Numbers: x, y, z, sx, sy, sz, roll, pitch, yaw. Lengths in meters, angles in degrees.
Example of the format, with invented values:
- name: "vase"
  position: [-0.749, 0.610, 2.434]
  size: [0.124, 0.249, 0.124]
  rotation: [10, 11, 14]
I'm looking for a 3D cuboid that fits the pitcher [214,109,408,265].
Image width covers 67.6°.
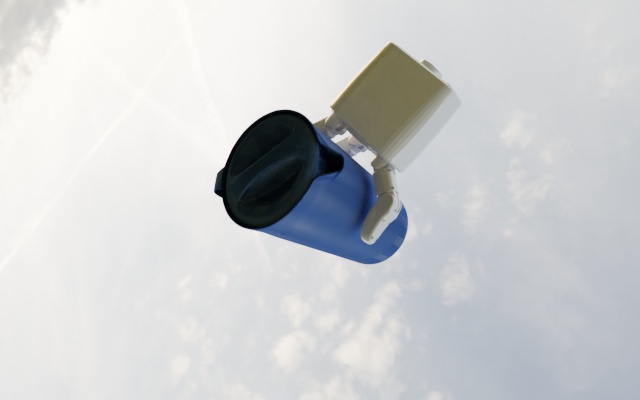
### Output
- name: "pitcher"
  position: [0.000, 0.002, 0.586]
  size: [0.243, 0.145, 0.149]
  rotation: [29, 15, -50]
